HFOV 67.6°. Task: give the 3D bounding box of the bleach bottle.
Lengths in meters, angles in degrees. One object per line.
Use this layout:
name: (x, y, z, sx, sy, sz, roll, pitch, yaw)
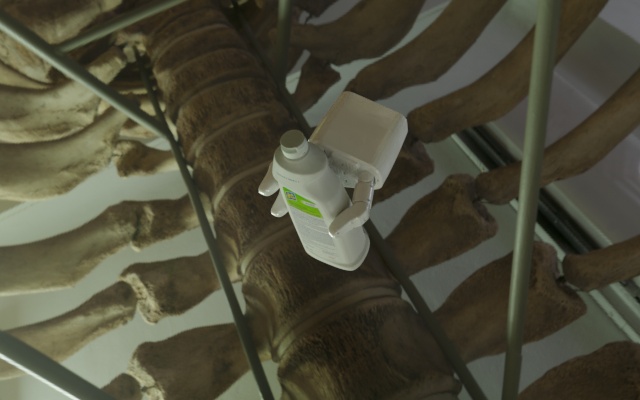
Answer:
bleach bottle: (0.000, 0.002, 0.641, 0.102, 0.068, 0.251, 17, -28, 24)
